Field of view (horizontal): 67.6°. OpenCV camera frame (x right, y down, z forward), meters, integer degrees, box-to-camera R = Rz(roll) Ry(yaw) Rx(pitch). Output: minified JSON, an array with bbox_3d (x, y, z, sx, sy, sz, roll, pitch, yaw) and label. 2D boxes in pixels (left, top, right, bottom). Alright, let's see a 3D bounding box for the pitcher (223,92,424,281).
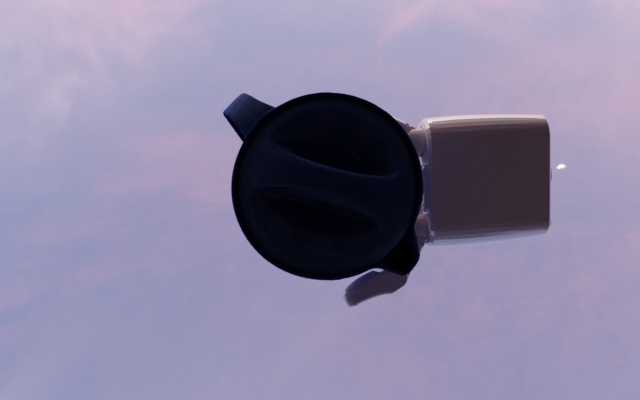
[{"bbox_3d":[0.000,0.001,0.441,0.145,0.149,0.243,-3,-11,1],"label":"pitcher"}]
